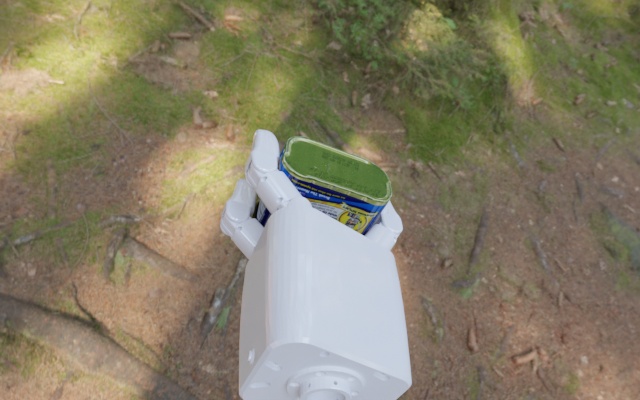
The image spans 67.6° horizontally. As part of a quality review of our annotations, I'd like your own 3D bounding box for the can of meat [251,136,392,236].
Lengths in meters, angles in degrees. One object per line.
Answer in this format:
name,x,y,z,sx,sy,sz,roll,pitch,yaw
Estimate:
can of meat,0.000,0.001,0.415,0.102,0.057,0.084,18,-49,-14
